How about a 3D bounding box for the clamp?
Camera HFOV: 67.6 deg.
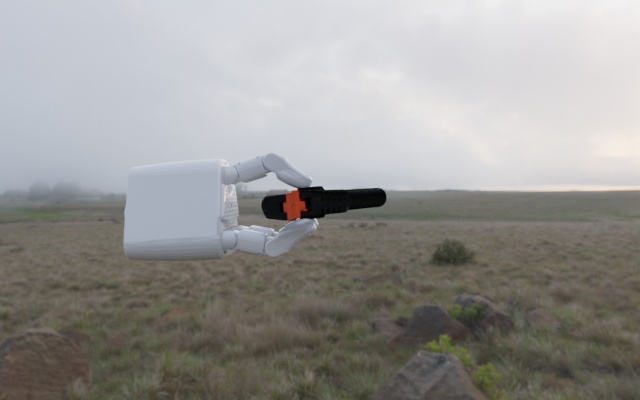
[{"bbox_3d":[0.000,0.001,0.541,0.164,0.036,0.210,-5,0,2],"label":"clamp"}]
